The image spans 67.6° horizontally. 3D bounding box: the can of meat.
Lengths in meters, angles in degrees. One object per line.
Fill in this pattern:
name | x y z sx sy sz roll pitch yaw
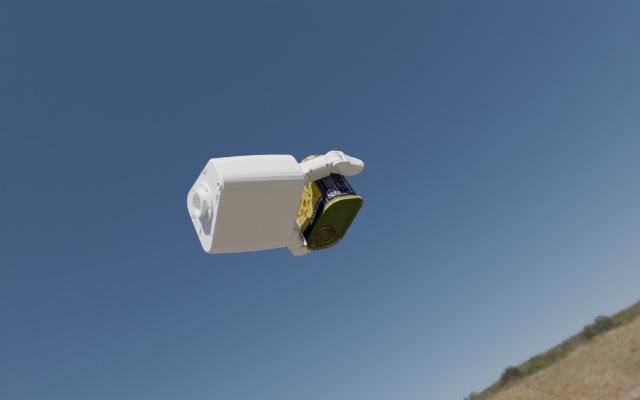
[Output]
can of meat | 0.000 0.002 0.637 0.057 0.084 0.102 -7 -40 -34
